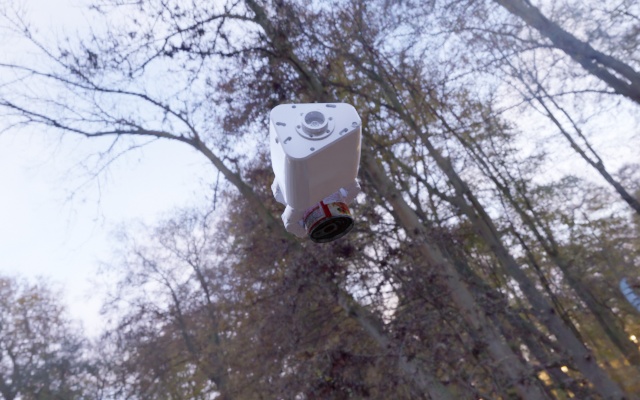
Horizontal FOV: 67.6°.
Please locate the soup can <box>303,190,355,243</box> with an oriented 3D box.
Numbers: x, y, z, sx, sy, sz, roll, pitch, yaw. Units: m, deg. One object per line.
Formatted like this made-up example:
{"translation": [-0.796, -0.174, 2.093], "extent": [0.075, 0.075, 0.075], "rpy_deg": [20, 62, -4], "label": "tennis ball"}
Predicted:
{"translation": [0.000, 0.002, 0.707], "extent": [0.068, 0.102, 0.068], "rpy_deg": [-17, -31, -10], "label": "soup can"}
